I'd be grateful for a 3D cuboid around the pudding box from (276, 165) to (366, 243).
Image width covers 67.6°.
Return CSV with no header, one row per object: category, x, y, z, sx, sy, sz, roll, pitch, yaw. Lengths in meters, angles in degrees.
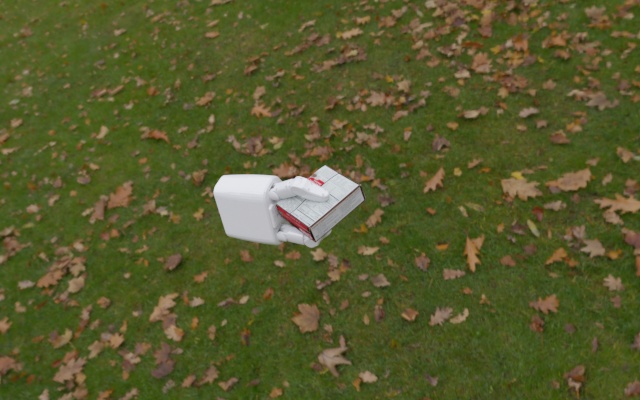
pudding box,0.000,0.002,0.752,0.113,0.039,0.090,-40,47,-17
